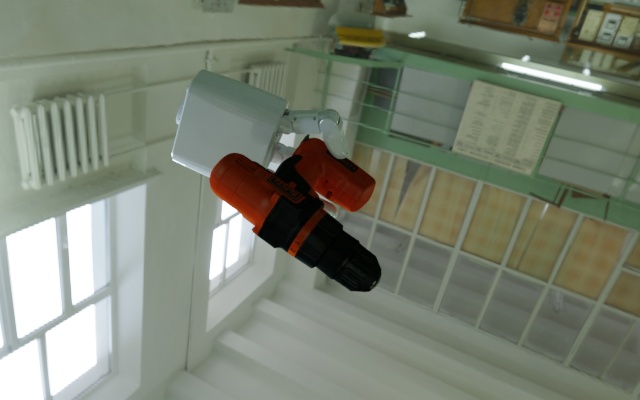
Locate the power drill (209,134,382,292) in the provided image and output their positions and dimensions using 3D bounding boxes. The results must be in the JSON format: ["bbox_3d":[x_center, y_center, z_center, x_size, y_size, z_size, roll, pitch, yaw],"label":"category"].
[{"bbox_3d":[0.000,0.001,0.501,0.184,0.057,0.187,37,24,6],"label":"power drill"}]
